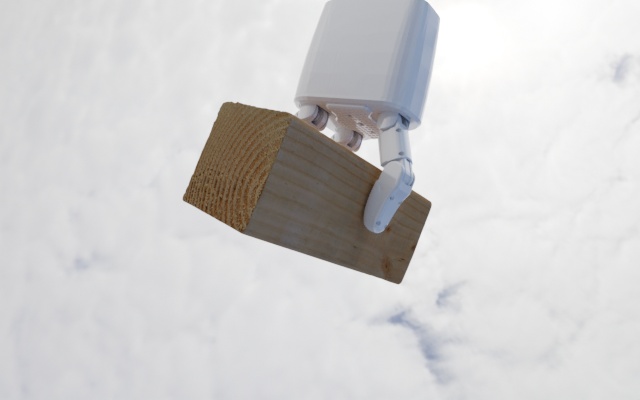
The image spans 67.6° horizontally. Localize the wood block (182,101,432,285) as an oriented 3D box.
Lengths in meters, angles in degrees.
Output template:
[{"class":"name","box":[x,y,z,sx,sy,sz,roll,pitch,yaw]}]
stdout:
[{"class":"wood block","box":[0.001,0.001,0.423,0.091,0.090,0.206,20,-3,44]}]
